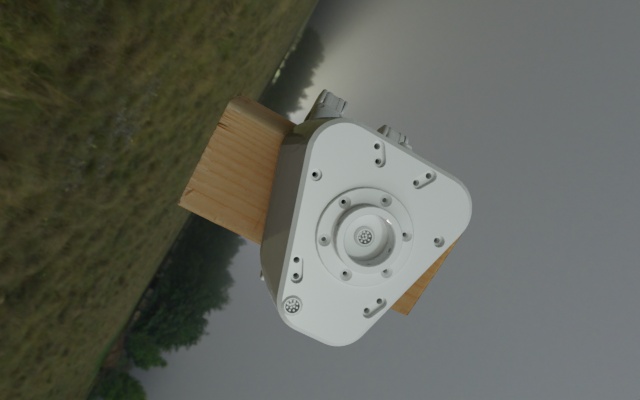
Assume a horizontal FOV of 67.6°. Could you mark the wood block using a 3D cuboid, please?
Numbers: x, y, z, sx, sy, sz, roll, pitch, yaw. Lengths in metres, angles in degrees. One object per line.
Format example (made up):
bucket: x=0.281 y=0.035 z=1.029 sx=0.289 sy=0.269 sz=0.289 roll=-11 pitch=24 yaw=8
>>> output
wood block: x=0.000 y=0.002 z=0.407 sx=0.206 sy=0.091 sz=0.090 roll=28 pitch=12 yaw=-11
